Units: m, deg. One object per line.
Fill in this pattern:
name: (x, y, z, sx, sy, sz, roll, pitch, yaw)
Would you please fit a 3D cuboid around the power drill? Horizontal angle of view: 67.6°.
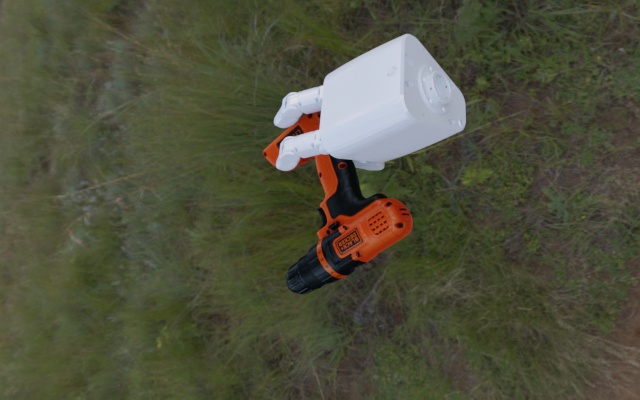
power drill: (0.000, 0.001, 0.578, 0.184, 0.187, 0.057, -36, -19, 28)
